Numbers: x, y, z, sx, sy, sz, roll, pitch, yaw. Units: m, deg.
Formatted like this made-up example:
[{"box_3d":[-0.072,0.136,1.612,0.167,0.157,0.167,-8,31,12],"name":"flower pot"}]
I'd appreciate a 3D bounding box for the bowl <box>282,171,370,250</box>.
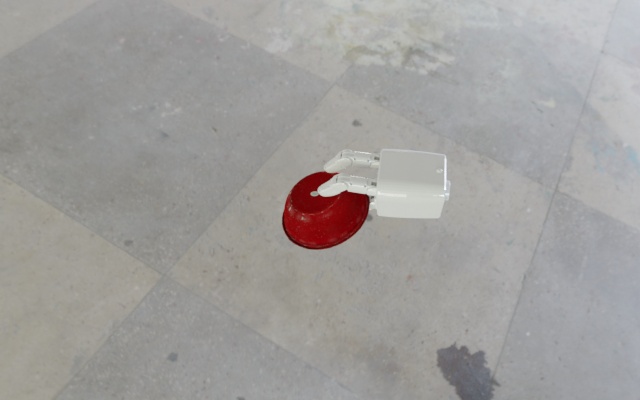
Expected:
[{"box_3d":[-0.001,0.003,0.820,0.162,0.162,0.055,0,-37,23],"name":"bowl"}]
